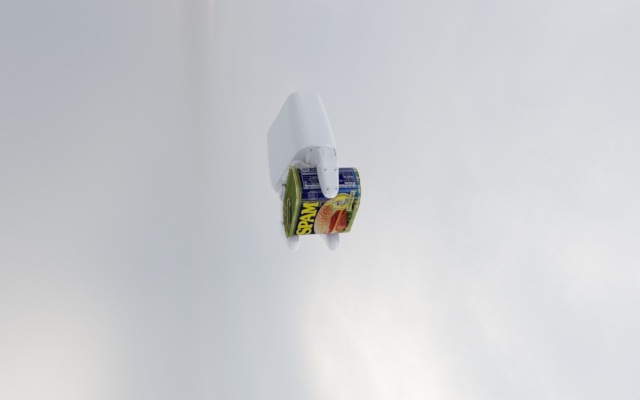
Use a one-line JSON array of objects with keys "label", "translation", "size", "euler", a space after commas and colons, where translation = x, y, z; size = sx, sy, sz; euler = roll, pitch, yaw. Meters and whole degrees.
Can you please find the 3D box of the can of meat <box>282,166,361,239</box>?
[{"label": "can of meat", "translation": [0.000, 0.002, 0.610], "size": [0.084, 0.057, 0.102], "euler": [-2, -37, -14]}]
